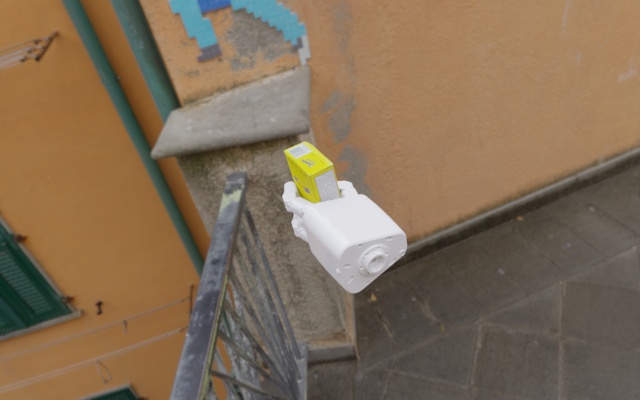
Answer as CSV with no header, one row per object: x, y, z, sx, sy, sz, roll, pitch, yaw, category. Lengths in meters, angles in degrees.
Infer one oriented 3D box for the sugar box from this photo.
0.000,0.003,0.752,0.048,0.176,0.093,-26,38,-15,sugar box
